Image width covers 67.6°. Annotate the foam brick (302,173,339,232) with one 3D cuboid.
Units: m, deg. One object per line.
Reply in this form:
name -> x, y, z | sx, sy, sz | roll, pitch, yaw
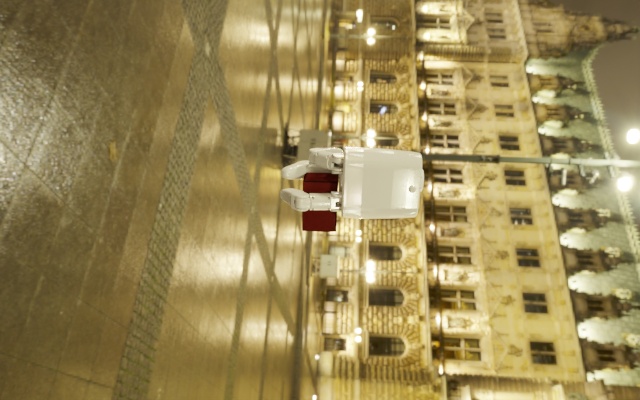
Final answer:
foam brick -> 0.000, 0.003, 0.703 | 0.051, 0.078, 0.053 | 2, 18, 1
